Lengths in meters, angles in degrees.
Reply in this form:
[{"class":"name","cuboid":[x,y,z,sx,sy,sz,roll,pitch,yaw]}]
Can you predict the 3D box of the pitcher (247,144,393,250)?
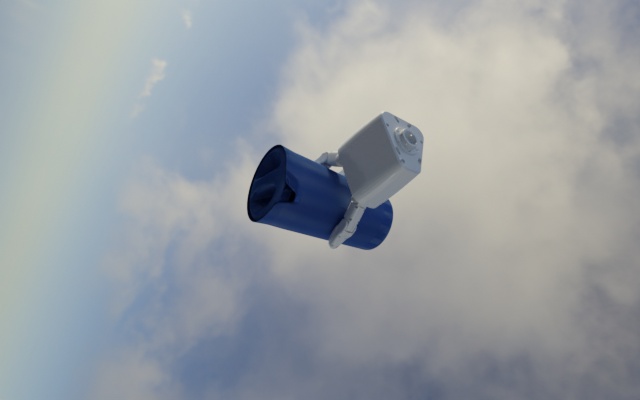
[{"class":"pitcher","cuboid":[0.000,0.003,0.839,0.243,0.149,0.145,21,-42,-29]}]
